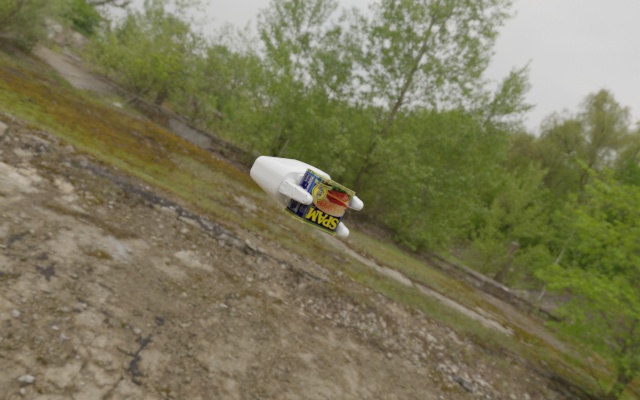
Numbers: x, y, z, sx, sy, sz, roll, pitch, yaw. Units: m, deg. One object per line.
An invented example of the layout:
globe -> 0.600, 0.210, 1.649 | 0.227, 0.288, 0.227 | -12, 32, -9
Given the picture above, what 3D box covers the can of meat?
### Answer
can of meat -> 0.000, 0.002, 0.812 | 0.102, 0.084, 0.057 | 25, 4, -38
